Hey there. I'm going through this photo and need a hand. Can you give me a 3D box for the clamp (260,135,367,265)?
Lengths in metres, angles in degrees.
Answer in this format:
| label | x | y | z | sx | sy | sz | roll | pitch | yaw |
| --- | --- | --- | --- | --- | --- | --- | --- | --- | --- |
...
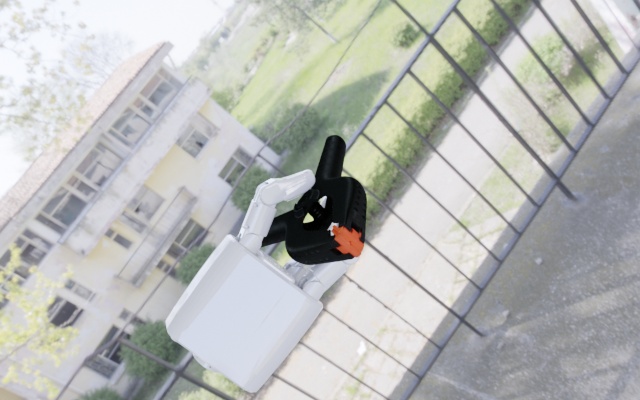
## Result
| label | x | y | z | sx | sy | sz | roll | pitch | yaw |
| --- | --- | --- | --- | --- | --- | --- | --- | --- | --- |
| clamp | 0.000 | 0.001 | 0.478 | 0.036 | 0.164 | 0.210 | 40 | -7 | -22 |
